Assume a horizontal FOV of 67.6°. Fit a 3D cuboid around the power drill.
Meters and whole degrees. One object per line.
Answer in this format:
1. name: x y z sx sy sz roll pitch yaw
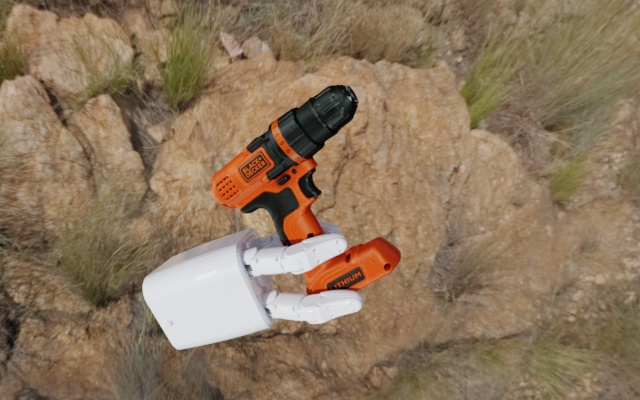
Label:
1. power drill: 0.000 0.002 0.487 0.184 0.187 0.057 -34 1 25
